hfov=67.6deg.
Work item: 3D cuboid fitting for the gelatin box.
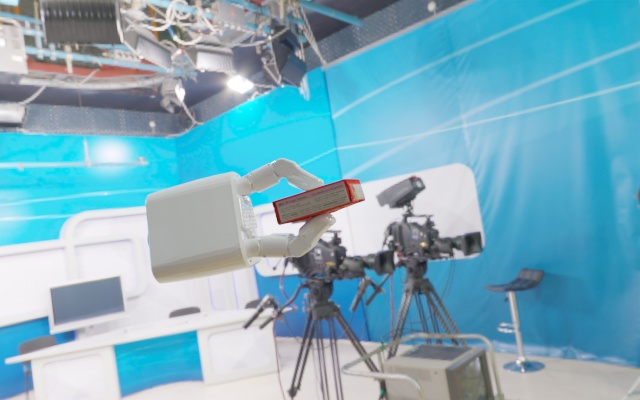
[{"bbox_3d":[0.000,0.001,0.540,0.089,0.030,0.073,-18,-3,16],"label":"gelatin box"}]
